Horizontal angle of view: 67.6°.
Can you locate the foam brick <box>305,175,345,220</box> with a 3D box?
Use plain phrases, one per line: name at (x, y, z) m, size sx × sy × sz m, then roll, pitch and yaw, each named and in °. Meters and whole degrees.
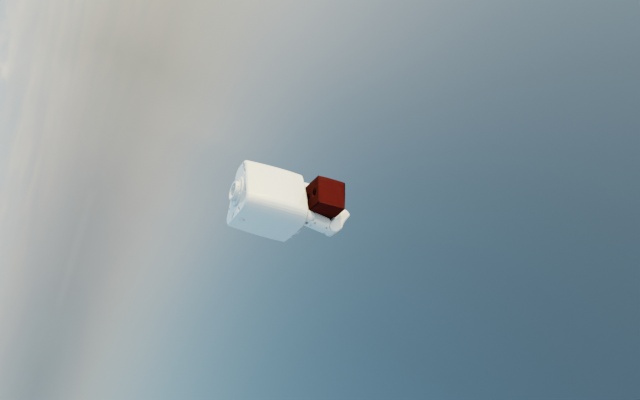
foam brick at (0.000, 0.002, 0.804) m, size 0.051 × 0.053 × 0.078 m, roll 17°, pitch -34°, yaw -25°
